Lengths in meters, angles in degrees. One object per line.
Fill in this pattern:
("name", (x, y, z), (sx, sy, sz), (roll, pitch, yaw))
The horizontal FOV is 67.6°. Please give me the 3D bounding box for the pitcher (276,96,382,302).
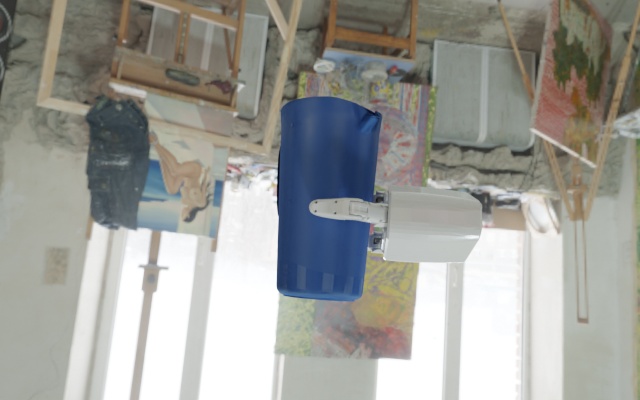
("pitcher", (0.000, 0.002, 0.616), (0.145, 0.242, 0.149), (4, -9, 5))
